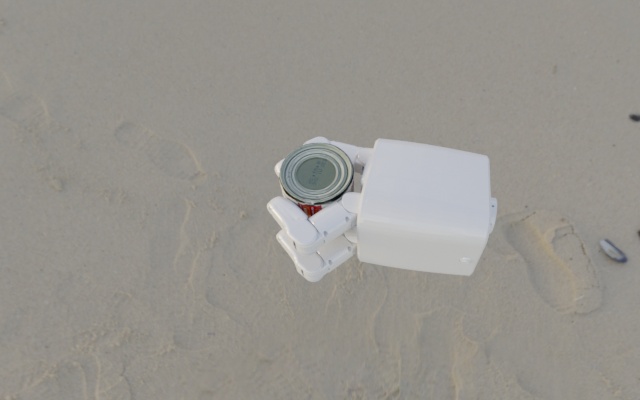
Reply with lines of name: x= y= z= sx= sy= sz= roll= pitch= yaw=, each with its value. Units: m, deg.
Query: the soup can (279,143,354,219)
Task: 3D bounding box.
soup can: x=0.000 y=0.001 z=0.459 sx=0.068 sy=0.068 sz=0.102 roll=0 pitch=-32 yaw=5
